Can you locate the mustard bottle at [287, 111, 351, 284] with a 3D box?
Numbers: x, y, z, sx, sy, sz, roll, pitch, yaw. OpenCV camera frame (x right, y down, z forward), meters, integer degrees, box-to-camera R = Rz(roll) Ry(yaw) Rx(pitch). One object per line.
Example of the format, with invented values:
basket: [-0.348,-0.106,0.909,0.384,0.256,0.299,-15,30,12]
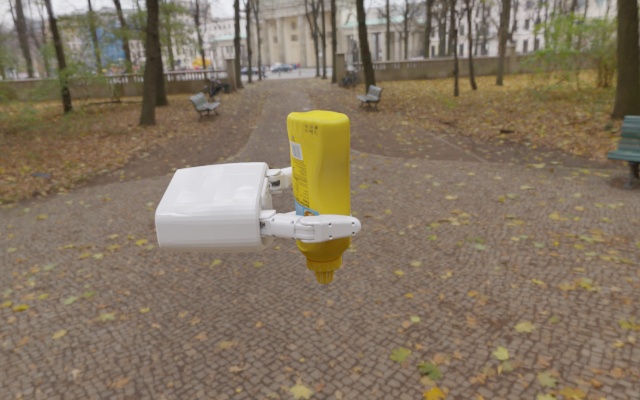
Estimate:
mustard bottle: [0.000,0.001,0.523,0.058,0.192,0.096,-9,18,-22]
